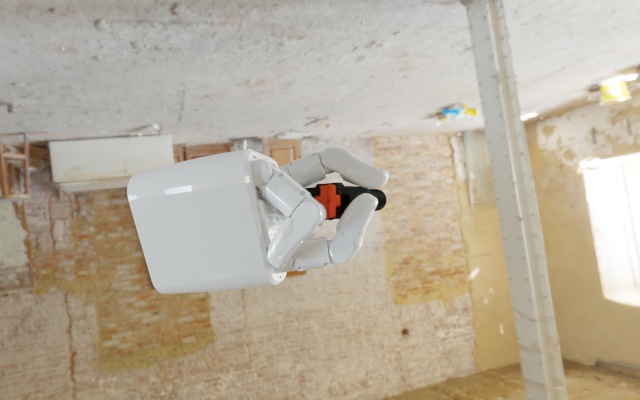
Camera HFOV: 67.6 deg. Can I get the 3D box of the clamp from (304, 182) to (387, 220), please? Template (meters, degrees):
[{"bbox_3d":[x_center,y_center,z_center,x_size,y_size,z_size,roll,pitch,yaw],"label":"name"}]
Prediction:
[{"bbox_3d":[0.000,0.002,0.470,0.120,0.039,0.171,-9,-4,11],"label":"clamp"}]
